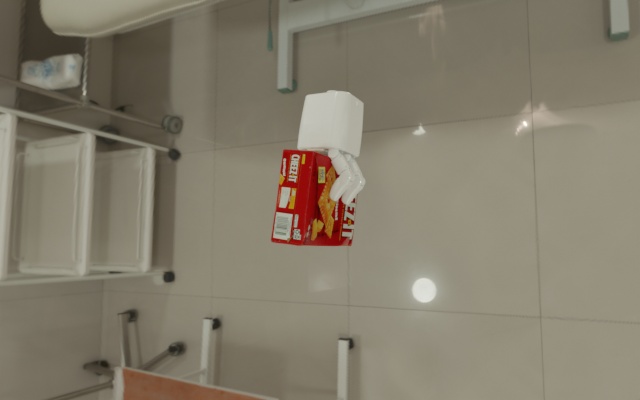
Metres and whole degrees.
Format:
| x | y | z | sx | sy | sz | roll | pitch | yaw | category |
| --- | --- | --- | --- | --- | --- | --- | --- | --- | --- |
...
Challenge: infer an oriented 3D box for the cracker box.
| x | y | z | sx | sy | sz | roll | pitch | yaw | category |
| --- | --- | --- | --- | --- | --- | --- | --- | --- | --- |
| 0.000 | 0.003 | 0.899 | 0.072 | 0.164 | 0.214 | 6 | -2 | 28 | cracker box |
